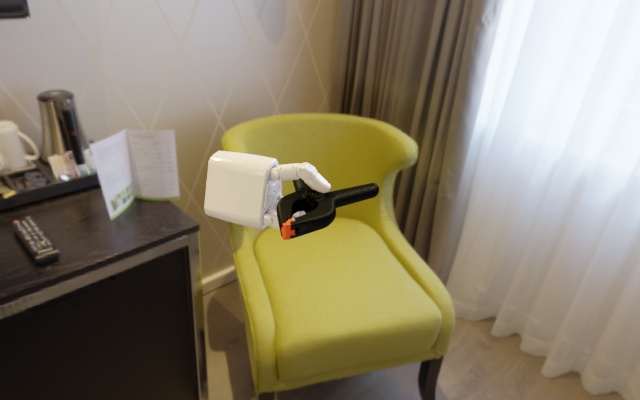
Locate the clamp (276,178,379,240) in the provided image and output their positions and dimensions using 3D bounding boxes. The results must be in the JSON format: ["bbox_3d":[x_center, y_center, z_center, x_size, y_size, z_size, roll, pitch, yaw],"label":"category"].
[{"bbox_3d":[0.000,0.002,0.770,0.164,0.036,0.210,10,30,13],"label":"clamp"}]
